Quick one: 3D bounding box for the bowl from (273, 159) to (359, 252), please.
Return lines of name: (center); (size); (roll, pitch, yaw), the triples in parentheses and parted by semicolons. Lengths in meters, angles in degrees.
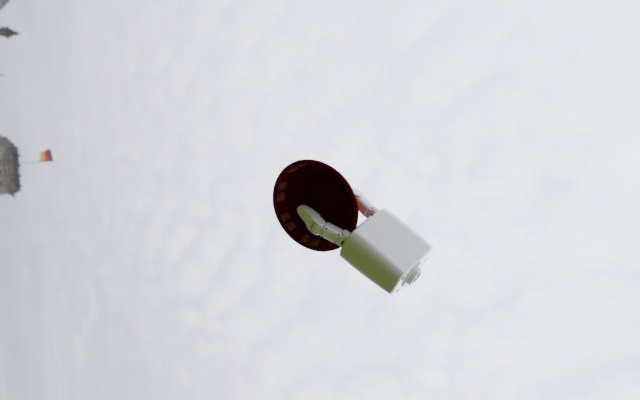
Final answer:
bowl: (-0.001, 0.002, 0.811); (0.162, 0.162, 0.055); (0, 19, 29)
